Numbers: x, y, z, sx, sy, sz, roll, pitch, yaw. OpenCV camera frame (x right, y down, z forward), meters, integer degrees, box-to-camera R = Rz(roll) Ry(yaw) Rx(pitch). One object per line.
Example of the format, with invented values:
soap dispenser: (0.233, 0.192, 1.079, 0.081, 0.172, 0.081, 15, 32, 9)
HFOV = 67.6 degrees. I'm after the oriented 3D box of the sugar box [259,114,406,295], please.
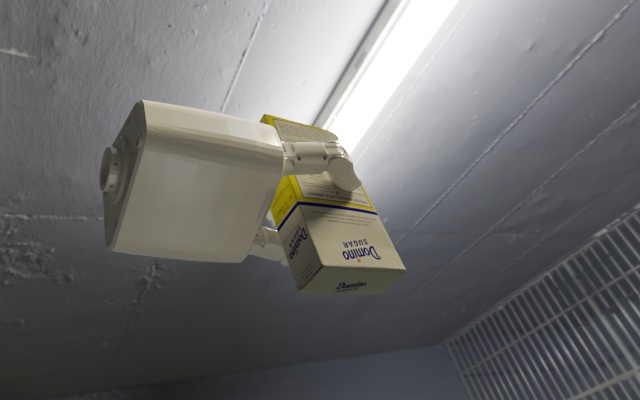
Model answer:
sugar box: (0.000, 0.002, 0.438, 0.093, 0.176, 0.048, 9, -44, -35)
